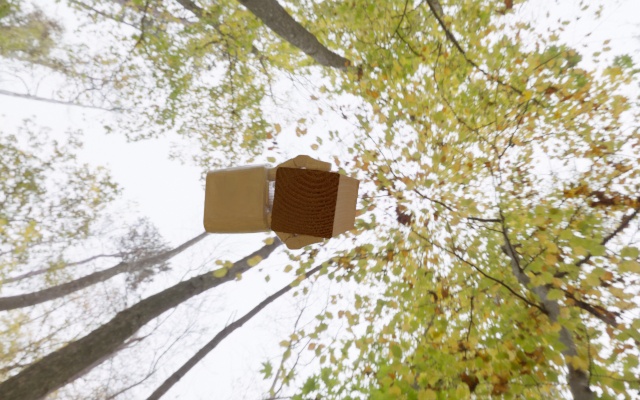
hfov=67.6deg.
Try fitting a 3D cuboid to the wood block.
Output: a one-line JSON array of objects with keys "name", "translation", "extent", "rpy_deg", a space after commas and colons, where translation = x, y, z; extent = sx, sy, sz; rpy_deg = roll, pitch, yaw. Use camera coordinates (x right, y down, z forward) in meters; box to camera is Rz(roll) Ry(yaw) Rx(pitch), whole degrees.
[{"name": "wood block", "translation": [0.000, 0.002, 0.739], "extent": [0.090, 0.091, 0.206], "rpy_deg": [7, 2, 12]}]
